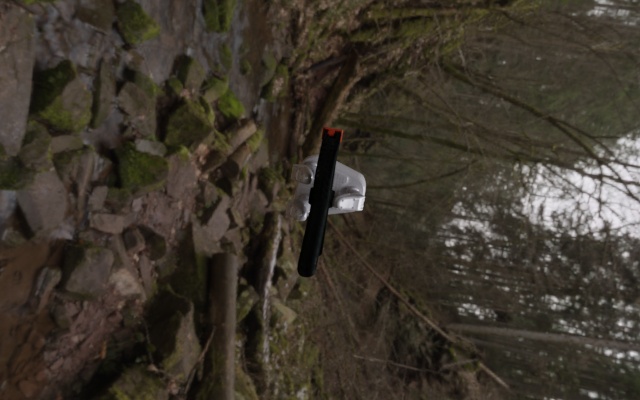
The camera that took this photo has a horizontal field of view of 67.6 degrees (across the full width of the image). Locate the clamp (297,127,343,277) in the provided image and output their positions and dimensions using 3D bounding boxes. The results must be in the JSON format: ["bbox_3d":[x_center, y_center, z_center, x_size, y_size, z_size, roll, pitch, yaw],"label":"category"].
[{"bbox_3d":[0.001,0.002,0.682,0.036,0.210,0.164,10,11,2],"label":"clamp"}]
